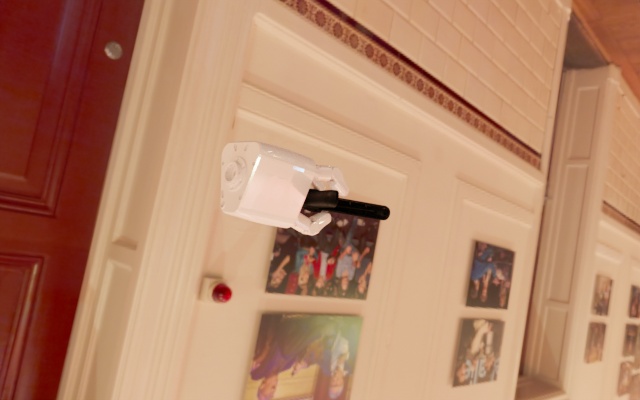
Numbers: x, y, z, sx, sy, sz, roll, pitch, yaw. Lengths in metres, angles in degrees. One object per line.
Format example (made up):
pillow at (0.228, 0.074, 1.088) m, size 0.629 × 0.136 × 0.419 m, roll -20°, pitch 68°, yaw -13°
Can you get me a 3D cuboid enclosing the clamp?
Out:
clamp at (-0.001, 0.003, 0.791) m, size 0.210 × 0.036 × 0.164 m, roll 6°, pitch -7°, yaw 44°
